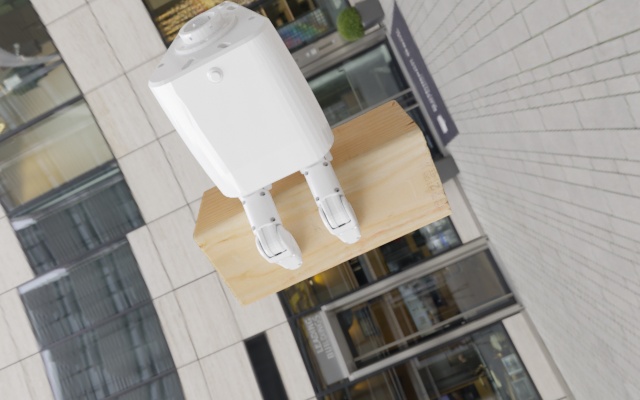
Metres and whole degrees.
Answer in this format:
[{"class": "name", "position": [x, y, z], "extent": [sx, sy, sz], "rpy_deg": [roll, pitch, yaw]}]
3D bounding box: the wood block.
[{"class": "wood block", "position": [0.000, 0.001, 0.443], "extent": [0.206, 0.090, 0.090], "rpy_deg": [-25, 28, 7]}]
